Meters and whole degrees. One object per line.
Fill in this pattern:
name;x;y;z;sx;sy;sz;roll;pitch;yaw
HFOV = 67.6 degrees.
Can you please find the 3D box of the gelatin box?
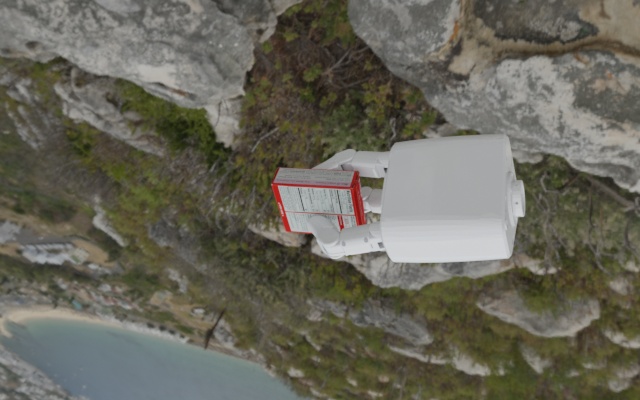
gelatin box;0.000;0.002;0.502;0.089;0.073;0.030;3;46;16
